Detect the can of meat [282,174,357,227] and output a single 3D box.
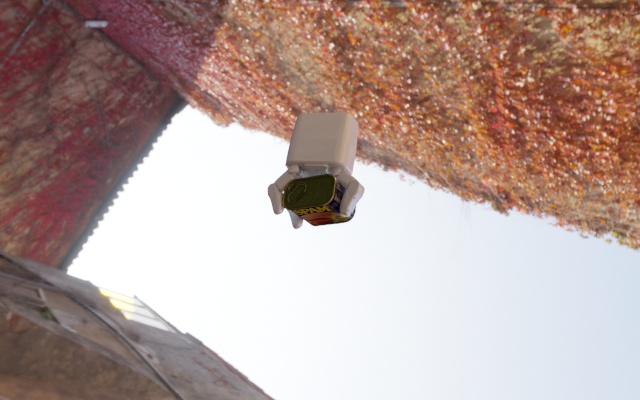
[{"bbox_3d":[0.000,0.003,0.813,0.102,0.057,0.084,-8,-29,31],"label":"can of meat"}]
